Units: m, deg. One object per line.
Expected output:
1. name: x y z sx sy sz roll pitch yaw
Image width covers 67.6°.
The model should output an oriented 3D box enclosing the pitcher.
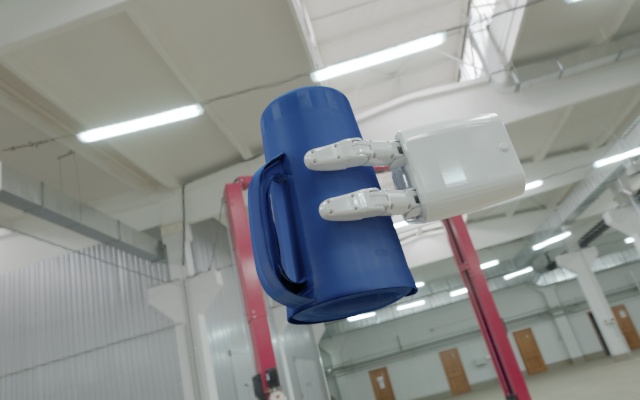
1. pitcher: 0.000 0.002 0.507 0.145 0.242 0.149 -13 -22 -2
